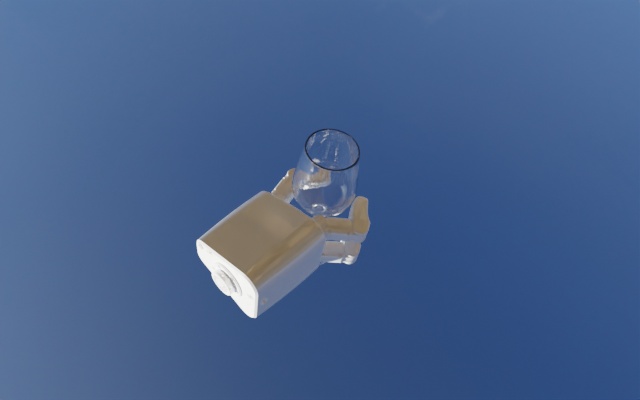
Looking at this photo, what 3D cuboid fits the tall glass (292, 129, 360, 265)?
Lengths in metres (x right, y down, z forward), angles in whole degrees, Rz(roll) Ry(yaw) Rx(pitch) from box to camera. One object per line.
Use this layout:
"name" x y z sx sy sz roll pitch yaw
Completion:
"tall glass" 0.000 0.002 0.600 0.079 0.079 0.201 0 -36 -10
